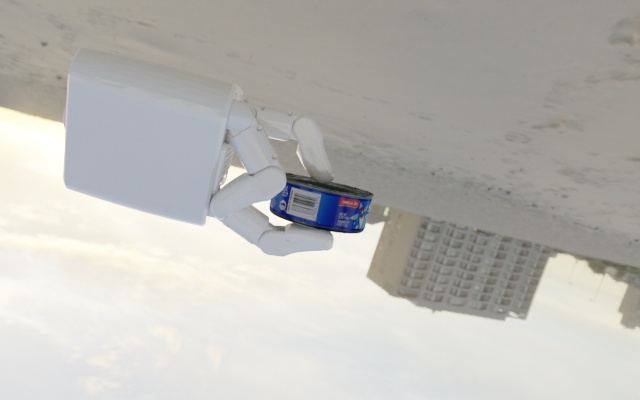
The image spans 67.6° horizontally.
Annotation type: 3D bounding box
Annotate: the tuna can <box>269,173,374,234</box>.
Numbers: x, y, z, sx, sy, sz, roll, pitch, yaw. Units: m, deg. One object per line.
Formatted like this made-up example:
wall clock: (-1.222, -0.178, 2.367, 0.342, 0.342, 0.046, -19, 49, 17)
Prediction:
tuna can: (0.000, 0.002, 0.408, 0.086, 0.034, 0.086, 12, 7, -1)
